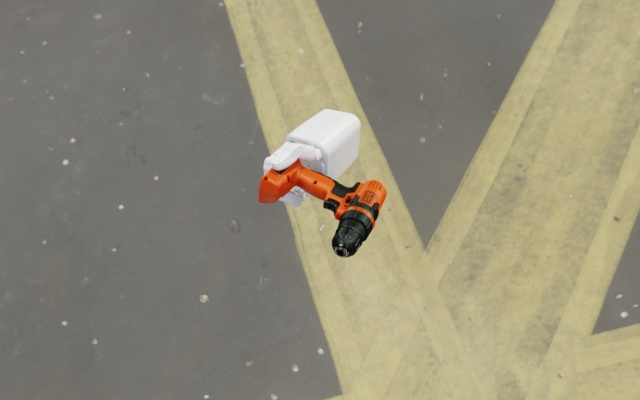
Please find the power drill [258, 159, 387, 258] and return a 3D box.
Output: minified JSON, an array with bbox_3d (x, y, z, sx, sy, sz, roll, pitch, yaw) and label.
[{"bbox_3d":[0.000,0.002,0.757,0.187,0.057,0.184,23,36,10],"label":"power drill"}]
